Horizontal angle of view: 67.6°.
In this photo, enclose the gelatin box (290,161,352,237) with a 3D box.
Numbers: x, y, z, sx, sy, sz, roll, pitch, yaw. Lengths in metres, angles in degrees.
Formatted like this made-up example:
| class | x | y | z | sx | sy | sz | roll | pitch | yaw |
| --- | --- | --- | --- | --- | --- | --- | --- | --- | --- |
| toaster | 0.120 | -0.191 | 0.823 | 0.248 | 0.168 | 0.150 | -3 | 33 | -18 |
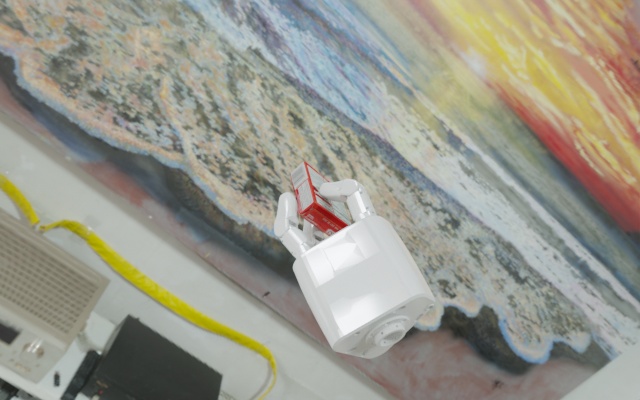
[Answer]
| class | x | y | z | sx | sy | sz | roll | pitch | yaw |
| --- | --- | --- | --- | --- | --- | --- | --- | --- | --- |
| gelatin box | 0.000 | 0.001 | 0.607 | 0.030 | 0.089 | 0.073 | -39 | -53 | 19 |
